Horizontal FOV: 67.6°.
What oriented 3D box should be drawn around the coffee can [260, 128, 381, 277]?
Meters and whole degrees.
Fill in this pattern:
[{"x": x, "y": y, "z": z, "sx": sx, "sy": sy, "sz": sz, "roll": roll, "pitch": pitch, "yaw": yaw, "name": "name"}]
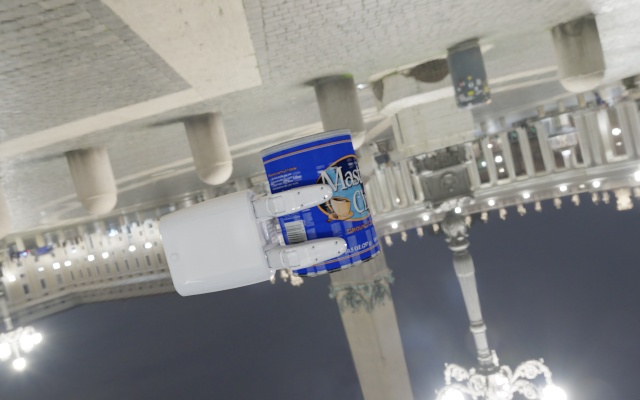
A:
[{"x": 0.000, "y": 0.002, "z": 0.528, "sx": 0.103, "sy": 0.140, "sz": 0.103, "roll": -15, "pitch": 3, "yaw": 1, "name": "coffee can"}]
